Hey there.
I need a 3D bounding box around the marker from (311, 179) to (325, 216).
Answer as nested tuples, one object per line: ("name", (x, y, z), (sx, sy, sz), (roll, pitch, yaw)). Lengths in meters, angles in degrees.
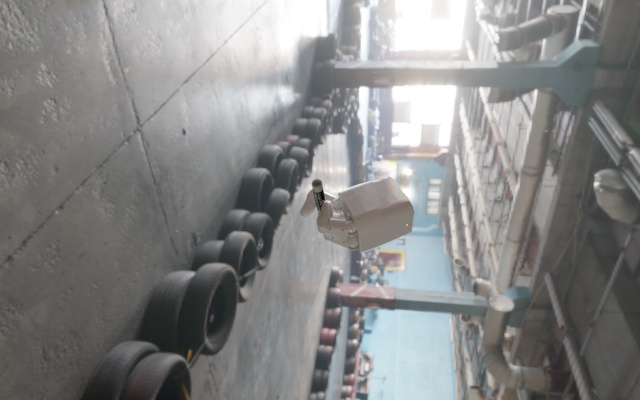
("marker", (0.000, 0.003, 0.860), (0.020, 0.020, 0.121), (0, -32, 7))
